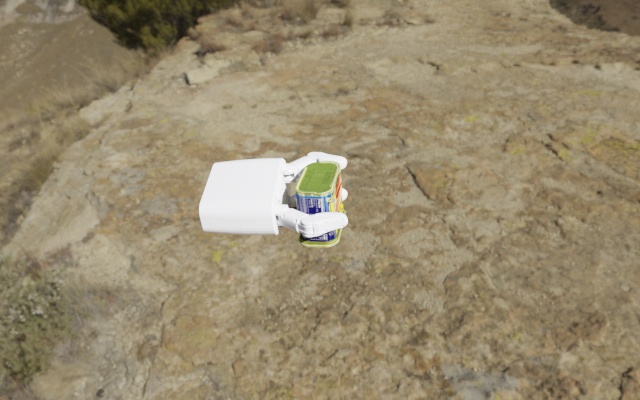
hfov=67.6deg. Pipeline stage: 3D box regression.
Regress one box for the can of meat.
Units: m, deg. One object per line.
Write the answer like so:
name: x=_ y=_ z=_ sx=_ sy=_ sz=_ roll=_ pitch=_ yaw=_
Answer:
can of meat: x=0.000 y=0.002 z=0.669 sx=0.057 sy=0.084 sz=0.102 roll=1 pitch=30 yaw=11
